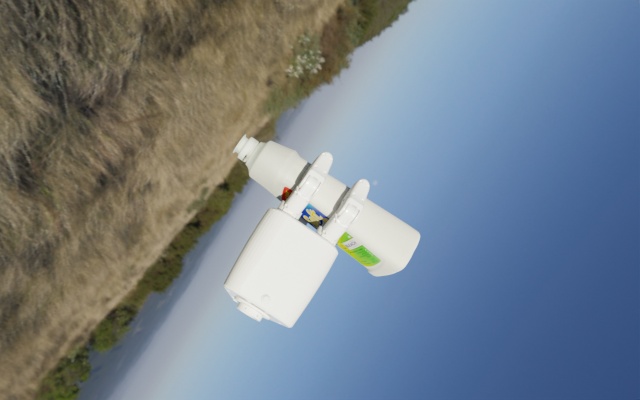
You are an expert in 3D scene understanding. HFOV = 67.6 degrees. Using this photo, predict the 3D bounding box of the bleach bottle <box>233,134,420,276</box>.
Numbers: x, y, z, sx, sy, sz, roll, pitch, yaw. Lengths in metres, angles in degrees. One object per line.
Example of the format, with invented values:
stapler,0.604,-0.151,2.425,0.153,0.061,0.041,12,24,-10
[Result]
bleach bottle,0.000,0.002,0.610,0.251,0.068,0.102,34,-20,-8
